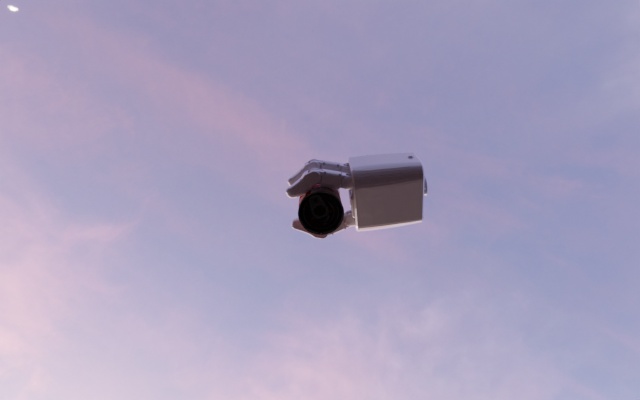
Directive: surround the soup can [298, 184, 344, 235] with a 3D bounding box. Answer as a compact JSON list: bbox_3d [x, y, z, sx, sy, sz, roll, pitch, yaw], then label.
[{"bbox_3d":[0.000,0.002,0.745,0.068,0.068,0.102,0,20,-1],"label":"soup can"}]
